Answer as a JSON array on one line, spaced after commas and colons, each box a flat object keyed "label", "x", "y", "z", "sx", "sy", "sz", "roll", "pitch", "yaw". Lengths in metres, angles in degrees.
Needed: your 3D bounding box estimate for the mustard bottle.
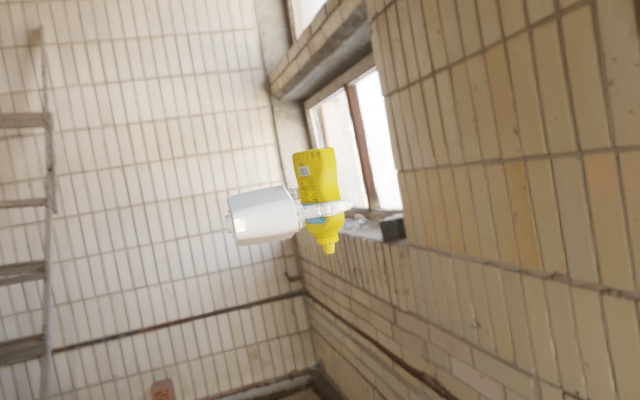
[{"label": "mustard bottle", "x": 0.000, "y": 0.003, "z": 0.865, "sx": 0.058, "sy": 0.191, "sz": 0.096, "roll": -13, "pitch": 7, "yaw": -37}]
